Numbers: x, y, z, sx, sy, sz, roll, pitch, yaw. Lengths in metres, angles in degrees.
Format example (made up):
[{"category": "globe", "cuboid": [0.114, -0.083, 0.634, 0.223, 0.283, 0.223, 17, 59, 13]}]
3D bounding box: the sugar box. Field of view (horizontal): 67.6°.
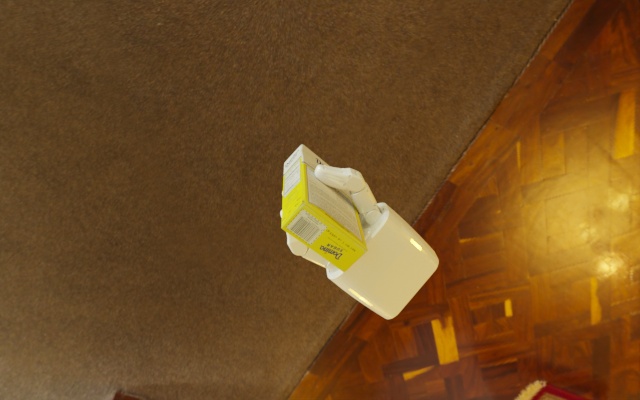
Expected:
[{"category": "sugar box", "cuboid": [0.000, 0.002, 0.581, 0.093, 0.048, 0.176, 38, 16, -19]}]
